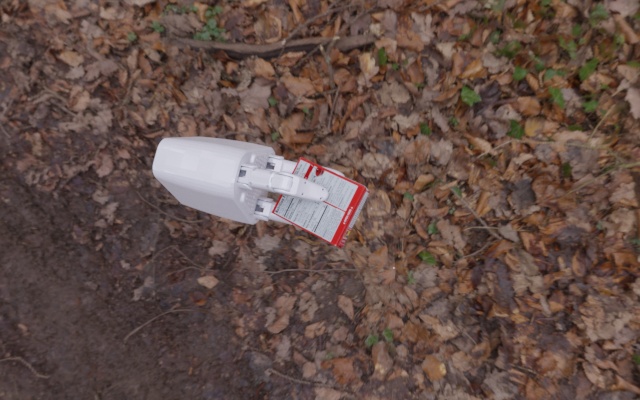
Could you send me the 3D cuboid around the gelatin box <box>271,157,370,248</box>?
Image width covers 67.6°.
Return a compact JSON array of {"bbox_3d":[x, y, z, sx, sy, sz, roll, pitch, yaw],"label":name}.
[{"bbox_3d":[0.000,0.002,0.541,0.089,0.073,0.030,26,-1,20],"label":"gelatin box"}]
